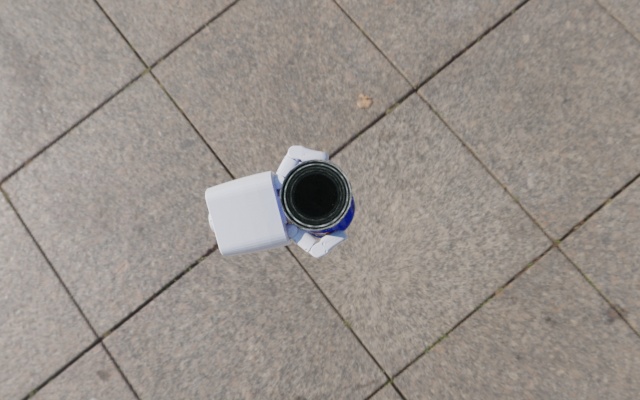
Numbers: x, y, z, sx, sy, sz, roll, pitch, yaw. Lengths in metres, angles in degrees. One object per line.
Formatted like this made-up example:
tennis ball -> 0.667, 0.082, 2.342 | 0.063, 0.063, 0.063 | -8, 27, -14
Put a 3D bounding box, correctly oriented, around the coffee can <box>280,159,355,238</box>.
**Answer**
coffee can -> 0.000, 0.002, 0.734 | 0.103, 0.103, 0.140 | 0, -9, 6
